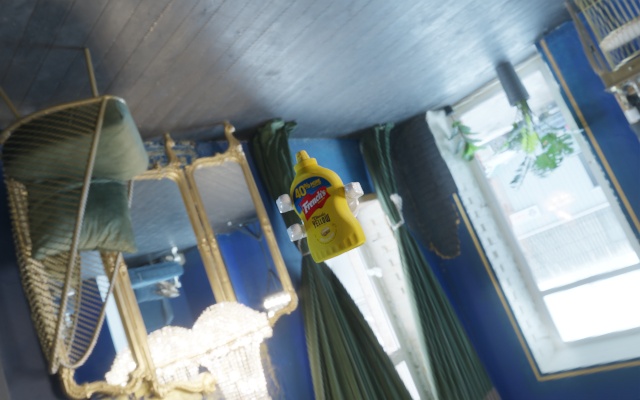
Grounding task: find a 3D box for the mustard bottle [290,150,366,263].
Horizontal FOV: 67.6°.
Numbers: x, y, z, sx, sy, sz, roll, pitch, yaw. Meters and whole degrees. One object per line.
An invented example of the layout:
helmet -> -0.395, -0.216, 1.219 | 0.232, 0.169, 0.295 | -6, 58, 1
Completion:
mustard bottle -> 0.000, 0.003, 0.822 | 0.096, 0.191, 0.058 | -27, -12, 26
